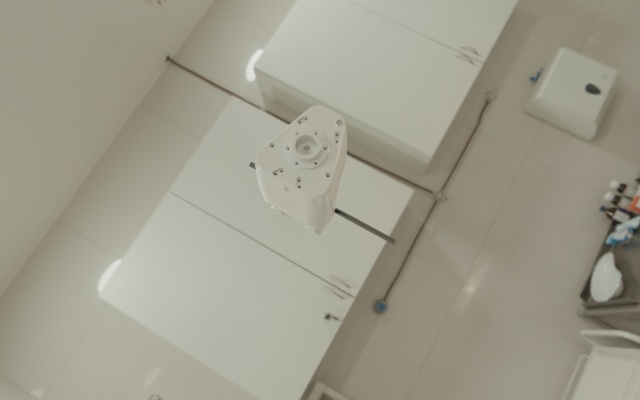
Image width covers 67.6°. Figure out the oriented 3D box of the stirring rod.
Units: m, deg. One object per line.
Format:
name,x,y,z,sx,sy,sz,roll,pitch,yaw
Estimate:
stirring rod,0.000,0.002,0.690,0.239,0.011,0.011,28,5,9
